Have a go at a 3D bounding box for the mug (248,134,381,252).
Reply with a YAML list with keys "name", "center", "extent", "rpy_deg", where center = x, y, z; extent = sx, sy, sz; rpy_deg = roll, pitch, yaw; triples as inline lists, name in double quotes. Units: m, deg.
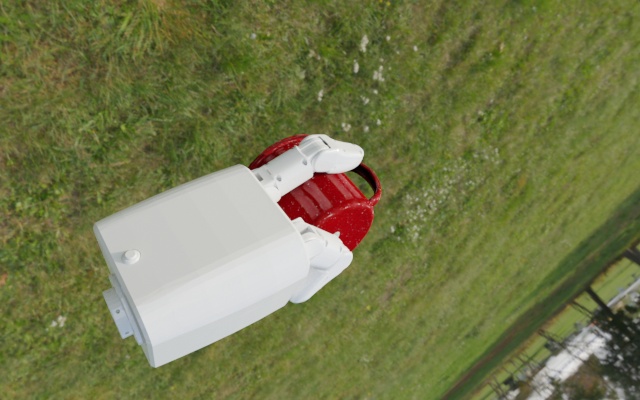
- name: "mug"
  center: [0.001, 0.001, 0.407]
  extent: [0.117, 0.093, 0.081]
  rpy_deg: [-23, 56, -26]
